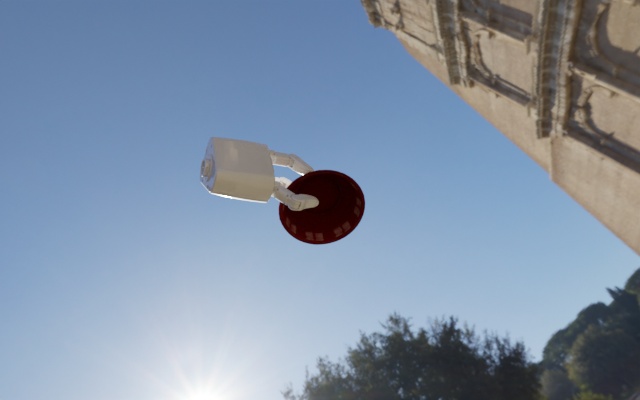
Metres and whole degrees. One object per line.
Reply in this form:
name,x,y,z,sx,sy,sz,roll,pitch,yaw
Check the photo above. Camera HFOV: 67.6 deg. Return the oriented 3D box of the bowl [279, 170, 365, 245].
bowl,0.001,0.003,0.900,0.162,0.162,0.055,0,31,-9
